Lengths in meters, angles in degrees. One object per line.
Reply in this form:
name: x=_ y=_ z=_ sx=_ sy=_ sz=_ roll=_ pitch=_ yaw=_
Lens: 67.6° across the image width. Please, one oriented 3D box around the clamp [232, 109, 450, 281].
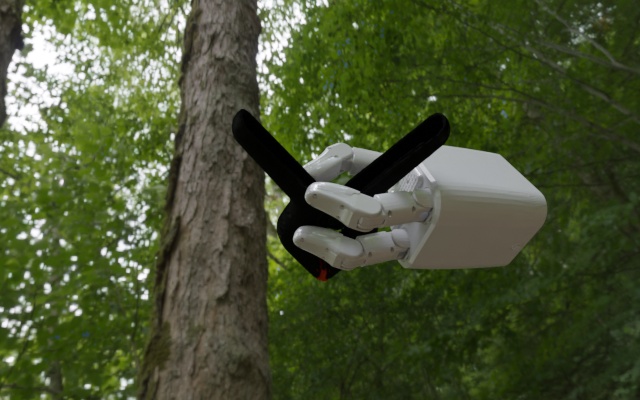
clamp: x=0.000 y=0.001 z=0.420 sx=0.164 sy=0.036 sz=0.210 roll=5 pitch=-43 yaw=-11
